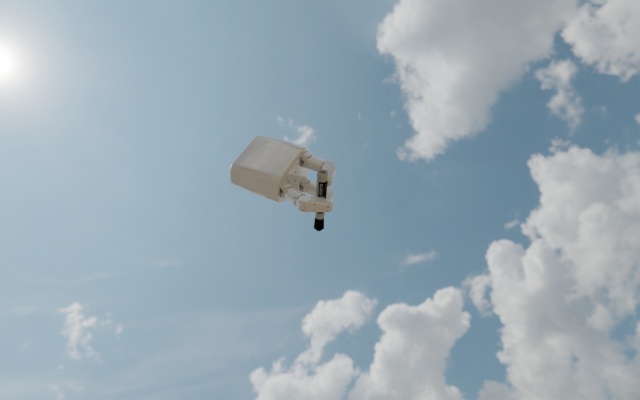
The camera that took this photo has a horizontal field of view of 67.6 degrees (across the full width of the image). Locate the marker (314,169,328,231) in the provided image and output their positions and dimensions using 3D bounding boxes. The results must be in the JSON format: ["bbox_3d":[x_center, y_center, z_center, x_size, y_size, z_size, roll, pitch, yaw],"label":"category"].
[{"bbox_3d":[0.000,0.003,0.822,0.020,0.121,0.020,3,34,-2],"label":"marker"}]
